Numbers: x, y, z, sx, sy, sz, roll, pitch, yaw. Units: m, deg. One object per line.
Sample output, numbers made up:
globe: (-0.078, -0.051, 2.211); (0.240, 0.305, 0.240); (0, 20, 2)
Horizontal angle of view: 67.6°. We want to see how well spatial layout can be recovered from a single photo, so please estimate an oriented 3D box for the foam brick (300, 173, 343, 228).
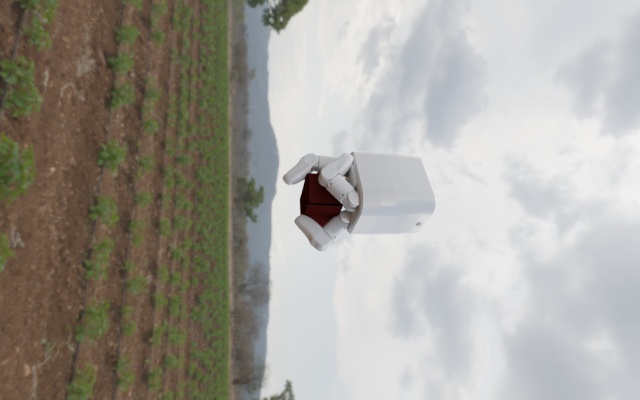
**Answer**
foam brick: (0.000, 0.002, 0.691); (0.051, 0.053, 0.078); (2, -28, -10)
